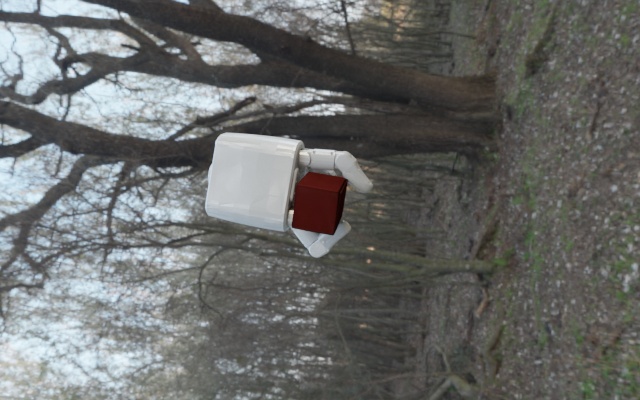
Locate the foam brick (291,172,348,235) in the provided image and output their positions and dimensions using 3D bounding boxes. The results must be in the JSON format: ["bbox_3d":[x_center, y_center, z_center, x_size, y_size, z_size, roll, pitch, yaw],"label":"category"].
[{"bbox_3d":[0.000,0.002,0.567,0.051,0.053,0.078,10,16,7],"label":"foam brick"}]
